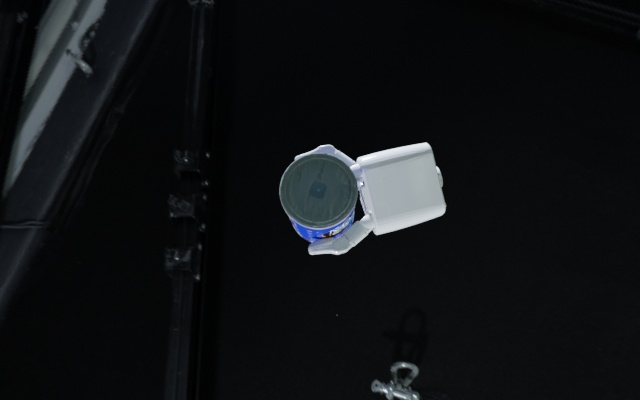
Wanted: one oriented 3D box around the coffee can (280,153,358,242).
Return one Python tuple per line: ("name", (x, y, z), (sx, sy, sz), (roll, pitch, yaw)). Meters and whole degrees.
("coffee can", (0.000, 0.002, 0.688), (0.103, 0.102, 0.140), (0, -13, 2))
